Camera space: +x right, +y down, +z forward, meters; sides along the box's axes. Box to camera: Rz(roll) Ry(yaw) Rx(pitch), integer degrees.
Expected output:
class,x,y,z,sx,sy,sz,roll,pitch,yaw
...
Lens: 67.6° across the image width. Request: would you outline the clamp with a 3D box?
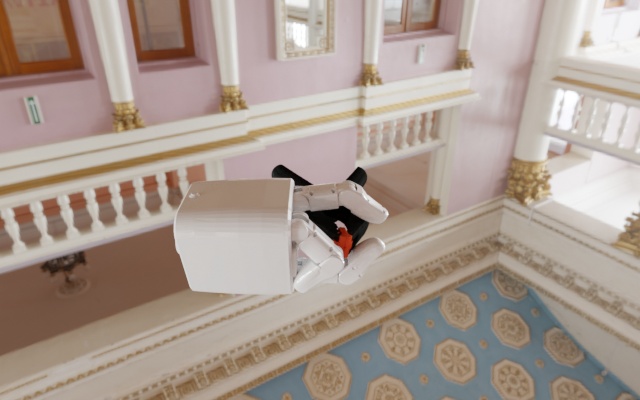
class,x,y,z,sx,sy,sz,roll,pitch,yaw
clamp,0.000,0.002,0.544,0.120,0.039,0.171,0,28,-1
